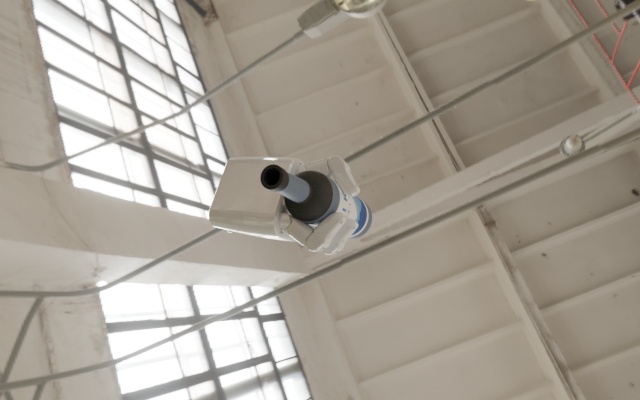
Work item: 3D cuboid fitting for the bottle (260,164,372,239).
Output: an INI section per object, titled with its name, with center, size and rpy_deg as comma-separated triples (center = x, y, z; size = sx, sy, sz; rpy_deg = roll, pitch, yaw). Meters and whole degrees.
[bottle]
center = 0.000, 0.002, 0.634
size = 0.069, 0.069, 0.296
rpy_deg = 0, -11, 21
